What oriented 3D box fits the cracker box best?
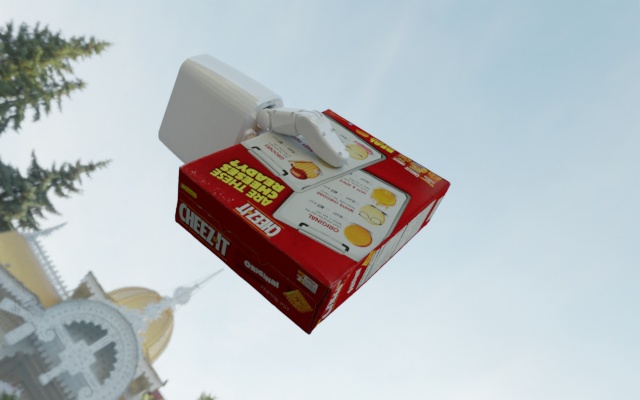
[{"bbox_3d":[0.000,0.001,0.453,0.164,0.072,0.213,35,41,21],"label":"cracker box"}]
